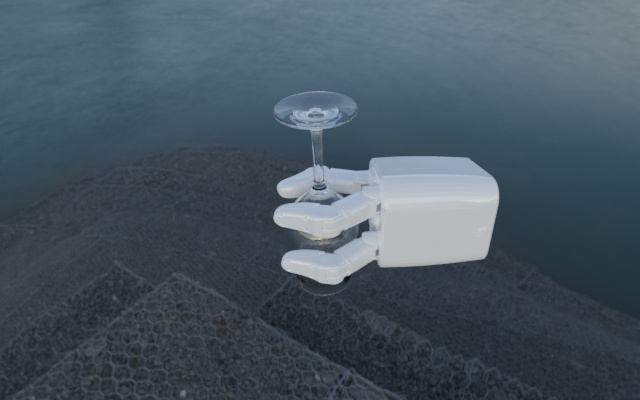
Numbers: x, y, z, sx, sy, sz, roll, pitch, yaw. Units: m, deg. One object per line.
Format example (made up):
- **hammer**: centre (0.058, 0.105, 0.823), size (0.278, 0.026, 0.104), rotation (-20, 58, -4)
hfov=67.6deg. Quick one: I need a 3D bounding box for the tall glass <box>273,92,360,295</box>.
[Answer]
- **tall glass**: centre (0.000, 0.001, 0.471), size (0.079, 0.201, 0.079), rotation (-2, 35, 1)
